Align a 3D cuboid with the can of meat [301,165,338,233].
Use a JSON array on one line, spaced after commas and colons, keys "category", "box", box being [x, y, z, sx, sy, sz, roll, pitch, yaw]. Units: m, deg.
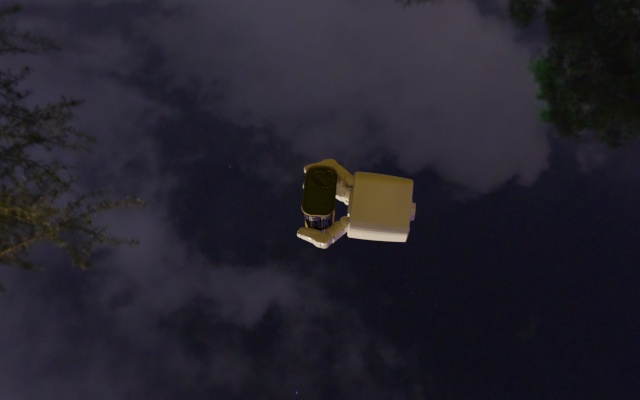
[{"category": "can of meat", "box": [0.000, 0.003, 0.856, 0.057, 0.102, 0.084, 3, -31, 4]}]
